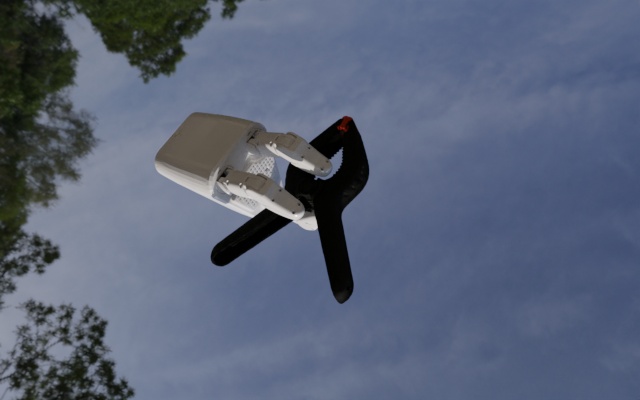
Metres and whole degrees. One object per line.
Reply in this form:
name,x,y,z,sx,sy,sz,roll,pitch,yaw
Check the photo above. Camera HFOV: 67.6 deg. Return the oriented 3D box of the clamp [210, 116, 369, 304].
clamp,0.000,0.002,0.490,0.164,0.210,0.036,18,-25,35
